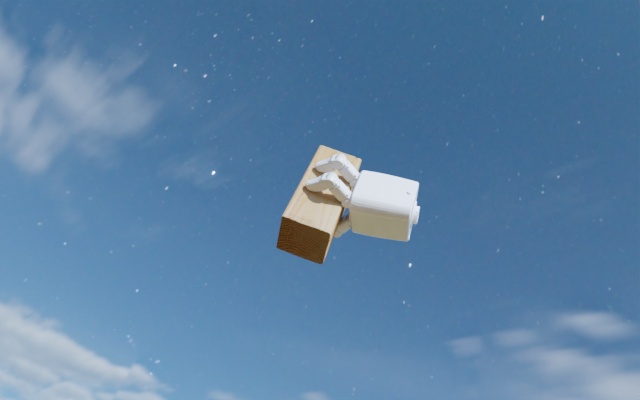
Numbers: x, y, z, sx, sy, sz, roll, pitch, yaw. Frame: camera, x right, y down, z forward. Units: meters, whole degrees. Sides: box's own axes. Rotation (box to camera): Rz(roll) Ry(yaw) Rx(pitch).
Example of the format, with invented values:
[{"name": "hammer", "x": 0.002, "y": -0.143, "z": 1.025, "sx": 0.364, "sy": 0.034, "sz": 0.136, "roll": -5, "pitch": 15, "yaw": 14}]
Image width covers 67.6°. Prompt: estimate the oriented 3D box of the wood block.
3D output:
[{"name": "wood block", "x": 0.001, "y": 0.003, "z": 0.885, "sx": 0.090, "sy": 0.091, "sz": 0.206, "roll": 20, "pitch": 45, "yaw": 6}]
